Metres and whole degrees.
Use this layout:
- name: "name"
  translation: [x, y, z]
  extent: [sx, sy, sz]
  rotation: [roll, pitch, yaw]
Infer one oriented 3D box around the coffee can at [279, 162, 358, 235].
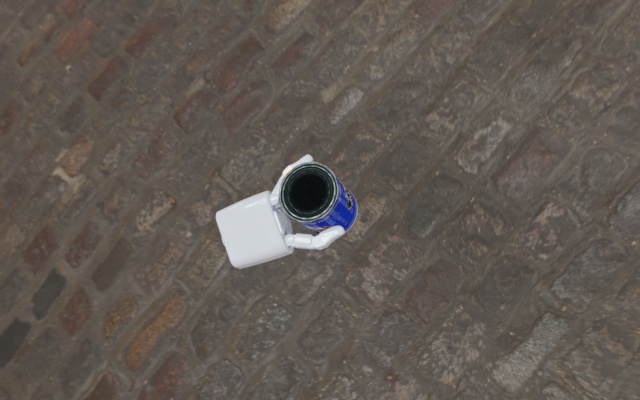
- name: "coffee can"
  translation: [0.000, 0.003, 0.835]
  extent: [0.103, 0.102, 0.140]
  rotation: [0, -14, 18]
